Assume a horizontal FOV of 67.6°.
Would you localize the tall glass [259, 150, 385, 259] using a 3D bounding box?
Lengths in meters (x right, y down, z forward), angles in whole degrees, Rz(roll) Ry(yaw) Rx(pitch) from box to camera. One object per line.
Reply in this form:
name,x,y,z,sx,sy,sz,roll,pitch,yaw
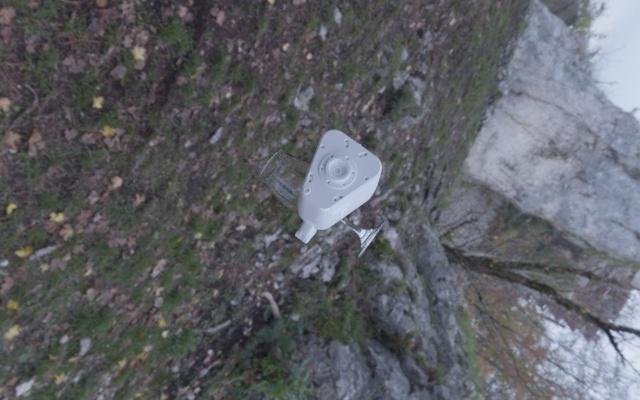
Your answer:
tall glass,0.001,0.003,0.756,0.201,0.079,0.079,37,5,7
